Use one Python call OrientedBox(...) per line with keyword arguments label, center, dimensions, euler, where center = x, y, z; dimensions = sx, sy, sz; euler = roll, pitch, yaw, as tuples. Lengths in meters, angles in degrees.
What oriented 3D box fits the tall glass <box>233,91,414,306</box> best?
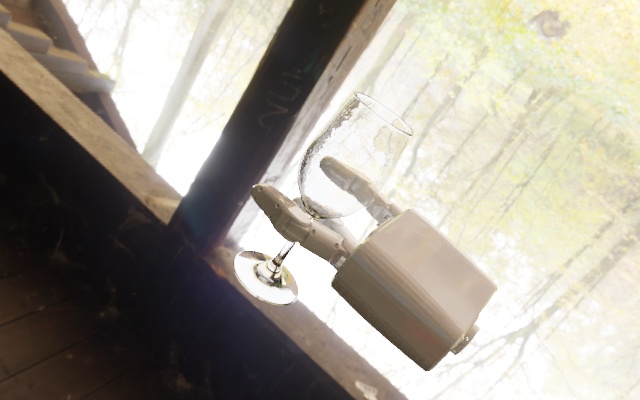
OrientedBox(label="tall glass", center=(0.000, 0.002, 0.437), dimensions=(0.079, 0.201, 0.079), euler=(30, 23, -14))
